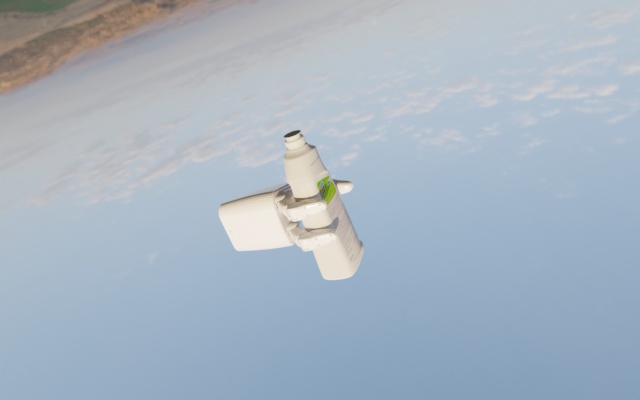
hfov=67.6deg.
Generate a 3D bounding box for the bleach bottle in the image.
[{"bbox_3d":[0.000,0.003,0.775,0.068,0.251,0.102,-10,26,22],"label":"bleach bottle"}]
